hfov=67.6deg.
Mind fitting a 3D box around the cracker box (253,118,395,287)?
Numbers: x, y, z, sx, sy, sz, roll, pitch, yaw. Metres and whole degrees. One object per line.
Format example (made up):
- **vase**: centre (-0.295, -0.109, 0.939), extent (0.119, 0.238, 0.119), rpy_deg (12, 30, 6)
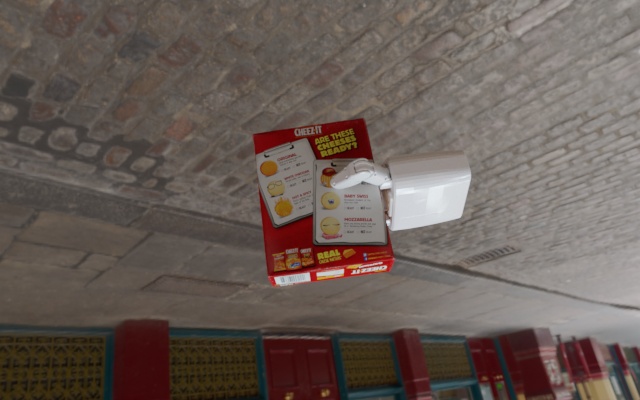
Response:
- **cracker box**: centre (0.000, 0.002, 0.664), extent (0.164, 0.213, 0.072), rpy_deg (-8, -24, -2)
